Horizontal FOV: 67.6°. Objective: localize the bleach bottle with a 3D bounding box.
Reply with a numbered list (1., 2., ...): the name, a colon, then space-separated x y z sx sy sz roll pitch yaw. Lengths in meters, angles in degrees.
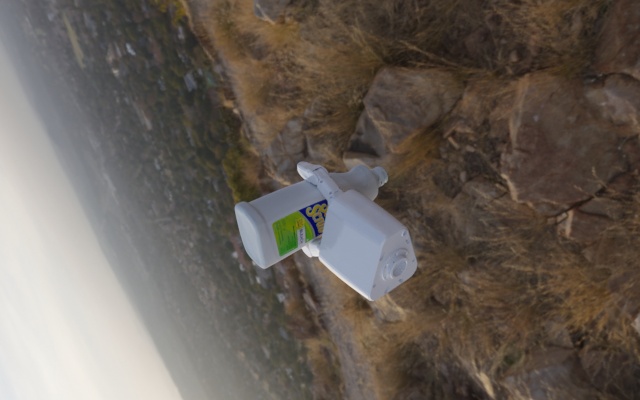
1. bleach bottle: 0.000 0.002 0.722 0.251 0.103 0.068 -27 41 -26
